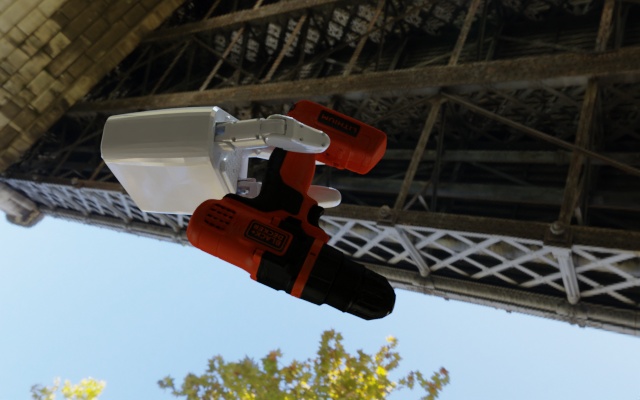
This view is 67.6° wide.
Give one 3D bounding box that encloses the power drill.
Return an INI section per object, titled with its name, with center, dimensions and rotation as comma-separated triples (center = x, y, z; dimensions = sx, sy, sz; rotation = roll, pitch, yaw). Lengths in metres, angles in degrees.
[power drill]
center = 0.000, 0.001, 0.439
dimensions = 0.184, 0.187, 0.057
rotation = 24, -37, 2
